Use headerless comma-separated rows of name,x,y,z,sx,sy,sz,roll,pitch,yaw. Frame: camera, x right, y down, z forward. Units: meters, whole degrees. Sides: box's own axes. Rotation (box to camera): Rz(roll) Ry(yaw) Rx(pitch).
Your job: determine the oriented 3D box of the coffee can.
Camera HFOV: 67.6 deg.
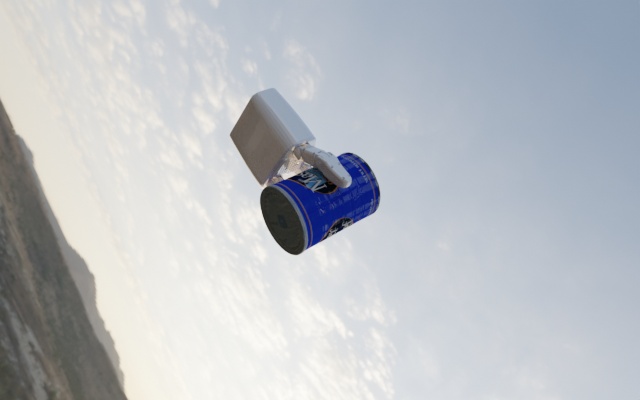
coffee can,0.000,0.002,0.681,0.140,0.103,0.103,-26,14,-31
